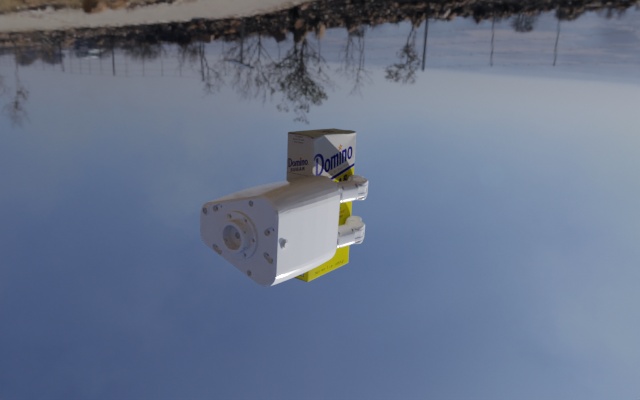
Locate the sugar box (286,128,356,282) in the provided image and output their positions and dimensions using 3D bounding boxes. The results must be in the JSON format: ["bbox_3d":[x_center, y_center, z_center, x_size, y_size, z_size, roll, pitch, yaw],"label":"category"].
[{"bbox_3d":[0.000,0.002,0.592,0.048,0.176,0.093,15,19,34],"label":"sugar box"}]
